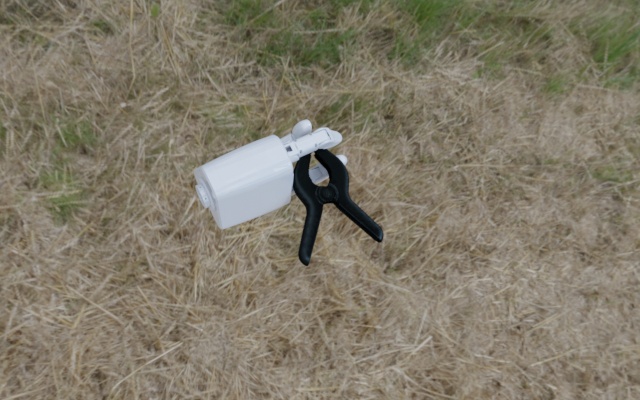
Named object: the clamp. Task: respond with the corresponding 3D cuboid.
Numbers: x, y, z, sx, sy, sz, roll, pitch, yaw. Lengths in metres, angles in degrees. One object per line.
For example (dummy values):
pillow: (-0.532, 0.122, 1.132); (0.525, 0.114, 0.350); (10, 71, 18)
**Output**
clamp: (0.000, 0.002, 0.650); (0.120, 0.171, 0.039); (-24, -8, -19)
